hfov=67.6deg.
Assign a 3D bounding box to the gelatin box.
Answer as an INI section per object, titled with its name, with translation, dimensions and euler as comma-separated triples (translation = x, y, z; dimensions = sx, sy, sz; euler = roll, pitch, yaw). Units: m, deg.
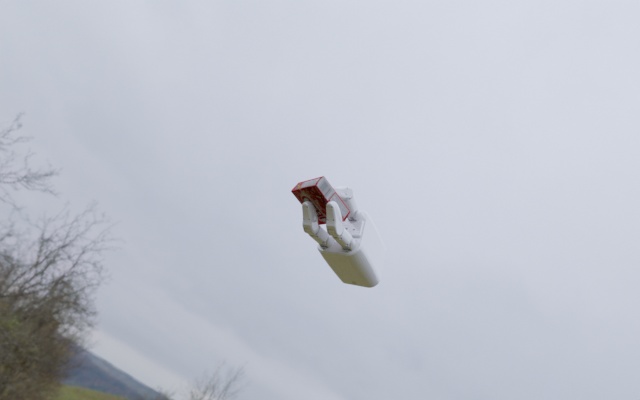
[gelatin box]
translation = 0.000, 0.002, 0.861
dimensions = 0.073, 0.089, 0.030
euler = -11, 33, 49
